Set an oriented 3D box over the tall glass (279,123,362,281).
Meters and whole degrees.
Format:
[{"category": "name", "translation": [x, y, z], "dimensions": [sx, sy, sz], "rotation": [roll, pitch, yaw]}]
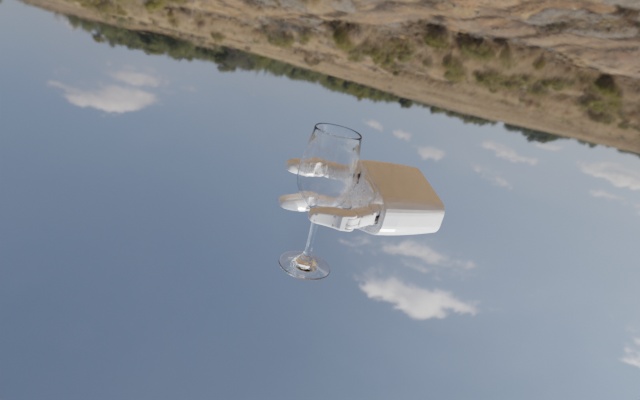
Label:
[{"category": "tall glass", "translation": [0.000, 0.003, 0.635], "dimensions": [0.079, 0.201, 0.079], "rotation": [12, 22, -5]}]
